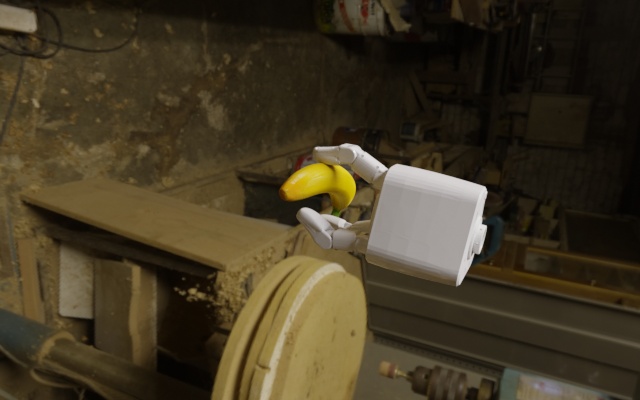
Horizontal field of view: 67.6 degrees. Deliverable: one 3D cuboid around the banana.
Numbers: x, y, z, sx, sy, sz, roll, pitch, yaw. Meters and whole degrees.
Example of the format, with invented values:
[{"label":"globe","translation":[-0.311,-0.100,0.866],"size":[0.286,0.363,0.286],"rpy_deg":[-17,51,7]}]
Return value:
[{"label":"banana","translation":[0.008,-0.015,0.607],"size":[0.037,0.069,0.198],"rpy_deg":[21,-3,23]}]
